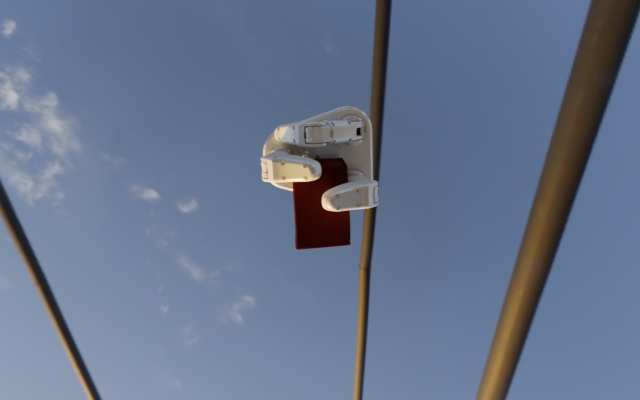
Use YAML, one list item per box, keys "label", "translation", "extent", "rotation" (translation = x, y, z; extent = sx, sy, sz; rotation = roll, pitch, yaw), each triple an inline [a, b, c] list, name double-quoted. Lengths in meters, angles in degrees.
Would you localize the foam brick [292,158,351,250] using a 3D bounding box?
- label: "foam brick"
  translation: [0.000, 0.002, 0.457]
  extent: [0.053, 0.078, 0.051]
  rotation: [-3, 12, -2]
